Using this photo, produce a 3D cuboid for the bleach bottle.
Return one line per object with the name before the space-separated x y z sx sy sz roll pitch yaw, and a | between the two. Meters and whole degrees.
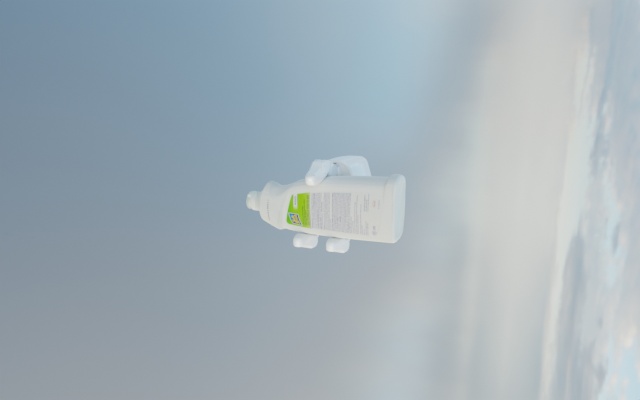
bleach bottle | 0.000 0.003 0.737 0.251 0.102 0.068 6 13 23
